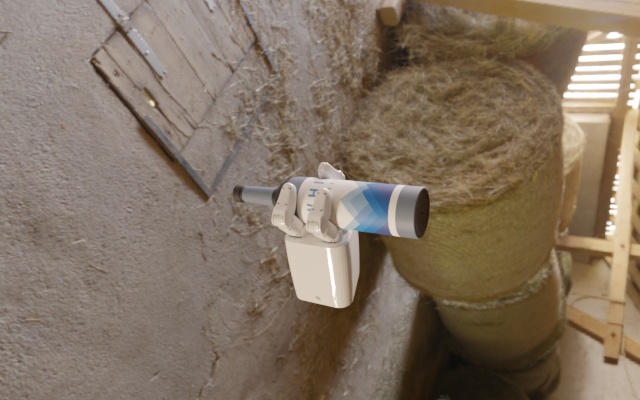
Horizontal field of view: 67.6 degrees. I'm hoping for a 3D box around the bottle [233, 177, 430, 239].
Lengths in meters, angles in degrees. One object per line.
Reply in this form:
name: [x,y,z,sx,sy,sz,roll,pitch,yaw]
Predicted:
bottle: [0.000,0.002,0.672,0.295,0.069,0.069,6,3,28]
